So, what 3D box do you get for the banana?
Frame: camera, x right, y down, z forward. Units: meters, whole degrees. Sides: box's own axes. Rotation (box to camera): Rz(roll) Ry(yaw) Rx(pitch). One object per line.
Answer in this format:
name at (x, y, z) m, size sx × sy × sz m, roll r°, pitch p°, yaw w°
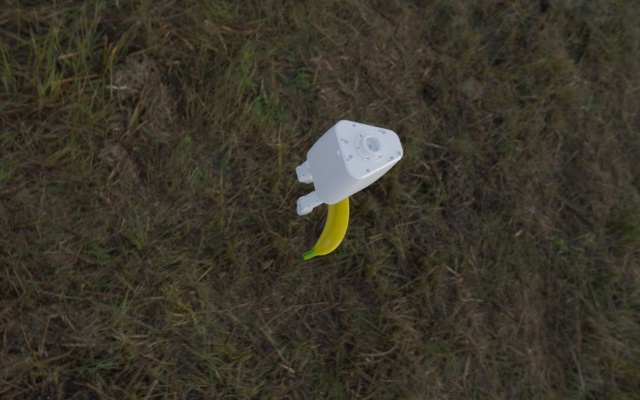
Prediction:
banana at (0.017, 0.010, 0.829) m, size 0.069 × 0.197 × 0.037 m, roll 14°, pitch -21°, yaw -14°
